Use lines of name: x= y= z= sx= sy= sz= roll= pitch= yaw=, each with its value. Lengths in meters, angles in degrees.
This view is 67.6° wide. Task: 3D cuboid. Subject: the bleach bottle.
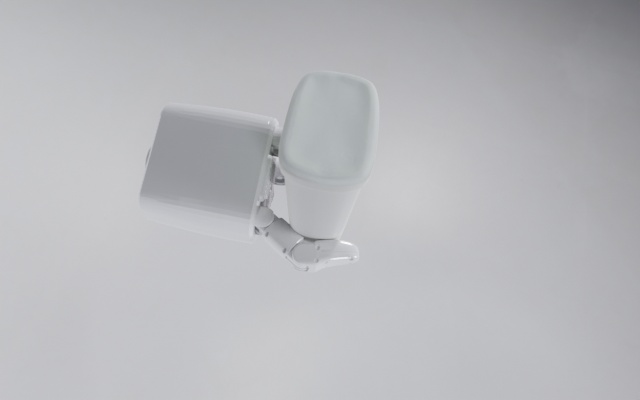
bleach bottle: x=0.000 y=0.001 z=0.445 sx=0.068 sy=0.102 sz=0.251 roll=10 pitch=-28 yaw=1
